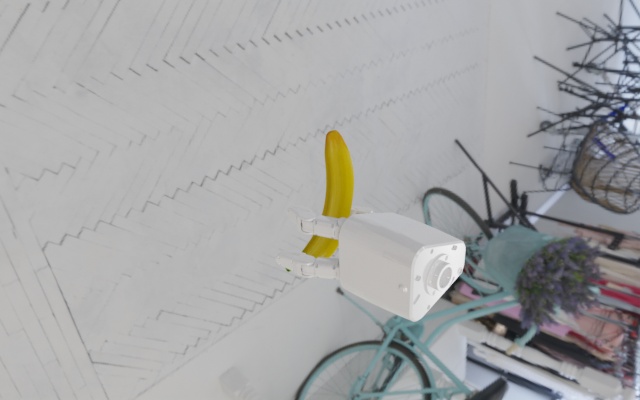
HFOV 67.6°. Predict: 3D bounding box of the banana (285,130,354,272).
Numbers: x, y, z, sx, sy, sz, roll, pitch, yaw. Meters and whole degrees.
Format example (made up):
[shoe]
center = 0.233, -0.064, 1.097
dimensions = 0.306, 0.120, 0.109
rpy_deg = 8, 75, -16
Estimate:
[banana]
center = 0.012, 0.008, 0.640
dimensions = 0.069, 0.198, 0.037
rpy_deg = 10, 9, -44
